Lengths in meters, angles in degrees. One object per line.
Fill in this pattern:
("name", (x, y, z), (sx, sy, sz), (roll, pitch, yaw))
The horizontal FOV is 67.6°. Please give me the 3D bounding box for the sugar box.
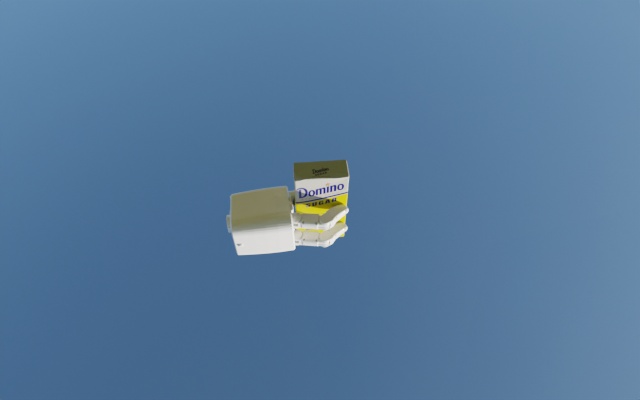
("sugar box", (0.000, 0.003, 0.857), (0.093, 0.048, 0.176), (-4, -36, -3))
